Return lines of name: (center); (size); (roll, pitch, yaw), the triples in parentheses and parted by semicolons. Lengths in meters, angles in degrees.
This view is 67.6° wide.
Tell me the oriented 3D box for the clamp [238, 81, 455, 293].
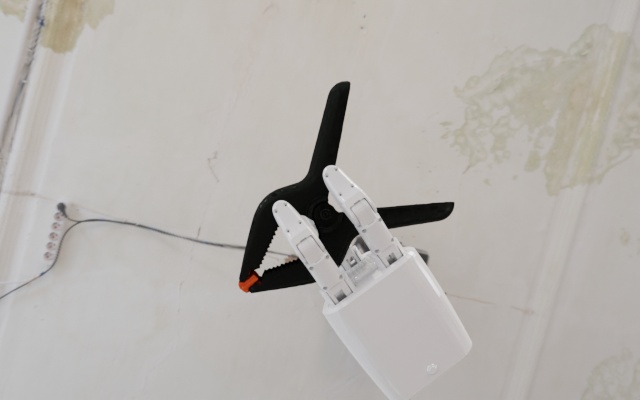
clamp: (0.000, 0.002, 0.448); (0.210, 0.164, 0.036); (-35, 2, -5)
